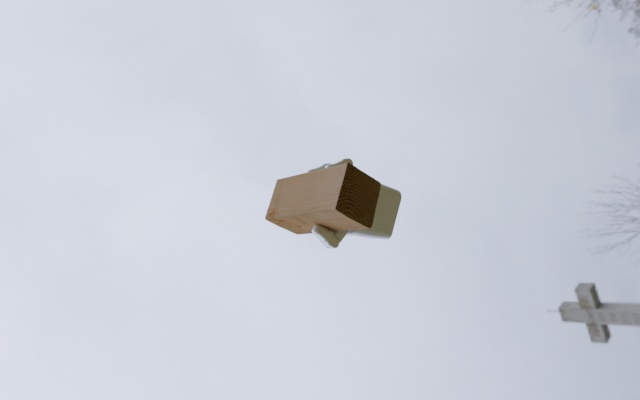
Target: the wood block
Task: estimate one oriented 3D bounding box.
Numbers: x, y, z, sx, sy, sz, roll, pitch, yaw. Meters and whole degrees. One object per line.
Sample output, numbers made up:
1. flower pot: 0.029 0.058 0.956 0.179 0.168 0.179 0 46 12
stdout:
1. wood block: 0.000 0.003 0.887 0.090 0.090 0.206 29 -24 -34
